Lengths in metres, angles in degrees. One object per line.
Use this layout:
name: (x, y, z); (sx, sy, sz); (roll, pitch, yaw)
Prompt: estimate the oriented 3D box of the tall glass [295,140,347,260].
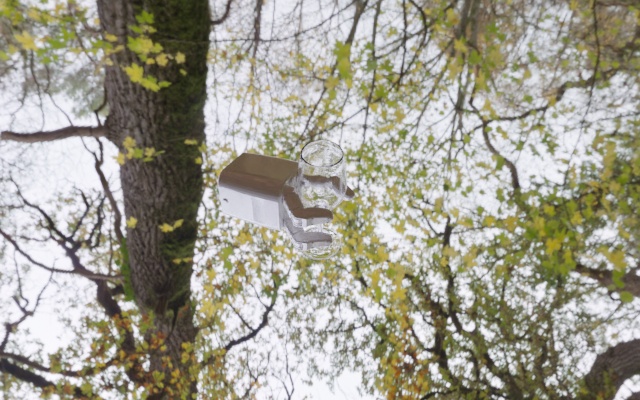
tall glass: (0.000, 0.003, 0.749); (0.079, 0.079, 0.201); (1, -45, -1)
